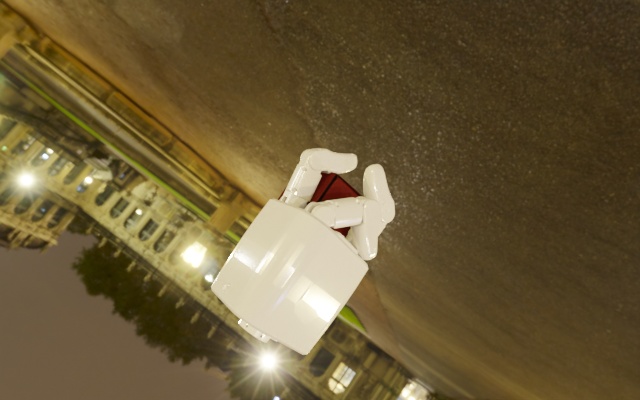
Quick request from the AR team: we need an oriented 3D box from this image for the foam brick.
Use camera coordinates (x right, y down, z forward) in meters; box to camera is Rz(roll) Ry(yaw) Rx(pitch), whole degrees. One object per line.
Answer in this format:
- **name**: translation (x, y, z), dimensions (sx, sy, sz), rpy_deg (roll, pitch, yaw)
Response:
- **foam brick**: translation (0.000, 0.002, 0.506), dimensions (0.053, 0.051, 0.078), rpy_deg (40, -11, -29)
